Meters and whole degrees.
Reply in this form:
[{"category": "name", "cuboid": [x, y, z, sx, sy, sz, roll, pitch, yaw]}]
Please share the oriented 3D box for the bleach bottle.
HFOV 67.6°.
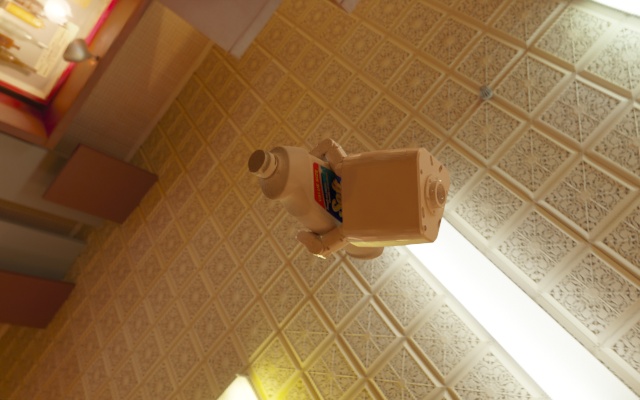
[{"category": "bleach bottle", "cuboid": [0.000, 0.002, 0.638, 0.068, 0.102, 0.251, -5, -22, 38]}]
